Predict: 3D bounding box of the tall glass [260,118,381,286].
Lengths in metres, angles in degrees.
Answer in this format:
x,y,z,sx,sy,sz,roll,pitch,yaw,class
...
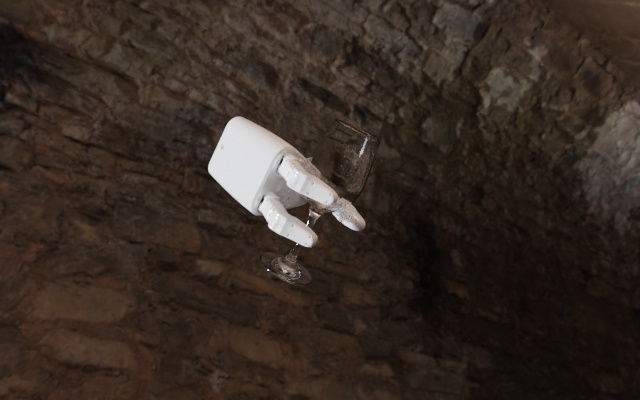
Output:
x,y,z,sx,sy,sz,roll,pitch,yaw,class
0.000,0.003,0.592,0.079,0.201,0.079,26,13,-7,tall glass
